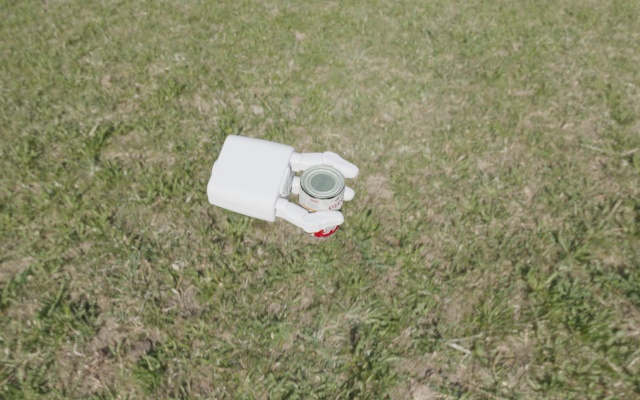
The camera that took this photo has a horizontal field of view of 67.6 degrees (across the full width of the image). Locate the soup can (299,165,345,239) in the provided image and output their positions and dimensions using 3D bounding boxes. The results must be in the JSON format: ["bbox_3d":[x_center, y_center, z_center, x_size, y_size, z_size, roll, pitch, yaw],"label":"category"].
[{"bbox_3d":[0.001,0.002,0.733,0.068,0.068,0.102,0,-39,-4],"label":"soup can"}]
